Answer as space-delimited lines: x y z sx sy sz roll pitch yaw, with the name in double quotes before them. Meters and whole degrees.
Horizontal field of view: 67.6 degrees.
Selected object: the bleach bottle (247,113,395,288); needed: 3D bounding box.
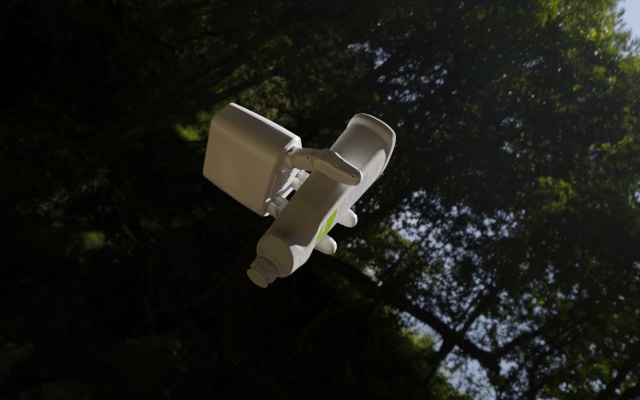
"bleach bottle" 0.000 0.002 0.582 0.068 0.250 0.103 31 -36 14
